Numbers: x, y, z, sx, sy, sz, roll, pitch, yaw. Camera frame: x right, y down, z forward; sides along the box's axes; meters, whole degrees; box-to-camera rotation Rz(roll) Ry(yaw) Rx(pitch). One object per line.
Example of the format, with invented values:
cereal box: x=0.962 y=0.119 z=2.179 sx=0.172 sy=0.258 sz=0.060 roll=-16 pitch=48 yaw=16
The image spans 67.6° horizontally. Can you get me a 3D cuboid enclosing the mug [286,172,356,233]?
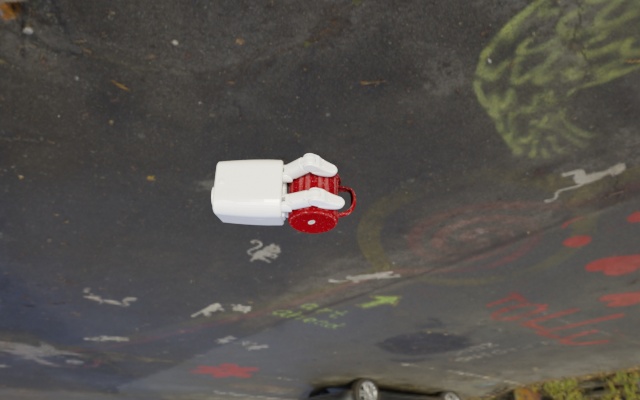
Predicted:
mug: x=0.002 y=0.003 z=0.790 sx=0.117 sy=0.081 sz=0.093 roll=1 pitch=-29 yaw=0
